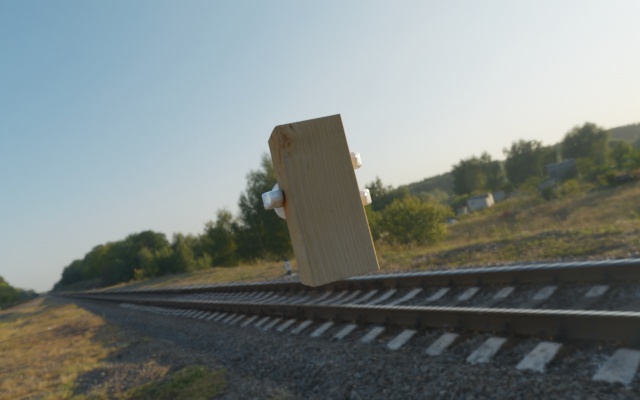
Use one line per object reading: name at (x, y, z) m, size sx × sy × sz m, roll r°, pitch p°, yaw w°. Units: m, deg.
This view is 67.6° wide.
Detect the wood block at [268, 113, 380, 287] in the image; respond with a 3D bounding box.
wood block at (0.000, 0.002, 0.640) m, size 0.091 × 0.206 × 0.090 m, roll -13°, pitch -3°, yaw -14°
